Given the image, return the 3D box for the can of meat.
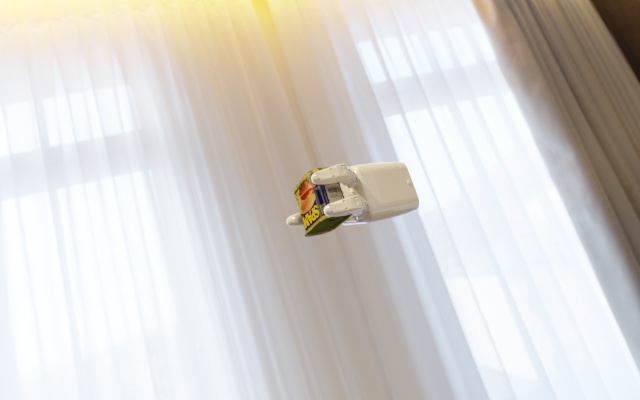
[{"bbox_3d":[0.000,0.002,0.780,0.057,0.084,0.102,-10,-17,-26],"label":"can of meat"}]
